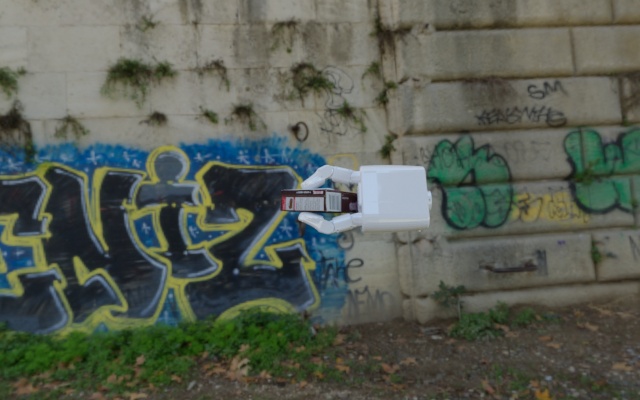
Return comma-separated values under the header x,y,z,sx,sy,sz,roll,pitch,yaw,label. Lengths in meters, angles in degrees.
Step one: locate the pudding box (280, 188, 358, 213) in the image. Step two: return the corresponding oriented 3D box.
x,y,z,sx,sy,sz,roll,pitch,yaw,label
0.000,0.002,0.803,0.090,0.039,0.113,-1,-5,31,pudding box
